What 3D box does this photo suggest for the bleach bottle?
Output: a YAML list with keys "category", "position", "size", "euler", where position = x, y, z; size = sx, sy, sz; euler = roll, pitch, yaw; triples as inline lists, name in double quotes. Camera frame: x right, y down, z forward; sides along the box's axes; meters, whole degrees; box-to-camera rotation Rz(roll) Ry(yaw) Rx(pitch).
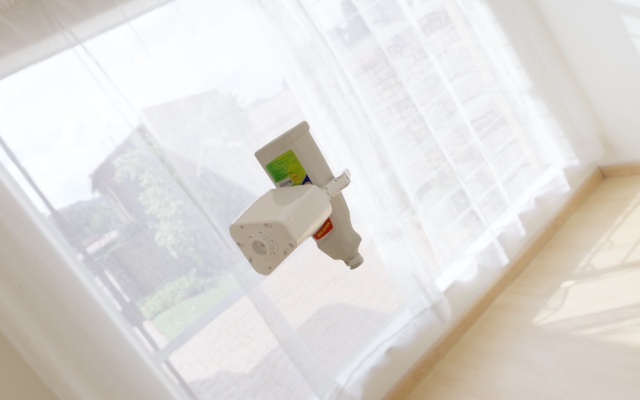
- category: "bleach bottle"
  position: [0.000, 0.003, 0.778]
  size: [0.102, 0.251, 0.068]
  euler: [-25, 13, 37]
